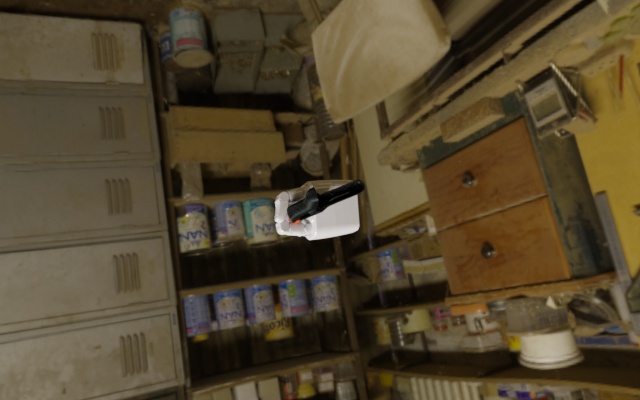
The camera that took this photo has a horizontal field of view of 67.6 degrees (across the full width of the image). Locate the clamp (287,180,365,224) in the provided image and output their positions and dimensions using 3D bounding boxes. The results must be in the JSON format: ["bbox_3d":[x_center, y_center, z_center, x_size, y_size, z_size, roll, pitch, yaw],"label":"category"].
[{"bbox_3d":[0.000,0.003,0.869,0.120,0.039,0.171,-6,-12,-28],"label":"clamp"}]
